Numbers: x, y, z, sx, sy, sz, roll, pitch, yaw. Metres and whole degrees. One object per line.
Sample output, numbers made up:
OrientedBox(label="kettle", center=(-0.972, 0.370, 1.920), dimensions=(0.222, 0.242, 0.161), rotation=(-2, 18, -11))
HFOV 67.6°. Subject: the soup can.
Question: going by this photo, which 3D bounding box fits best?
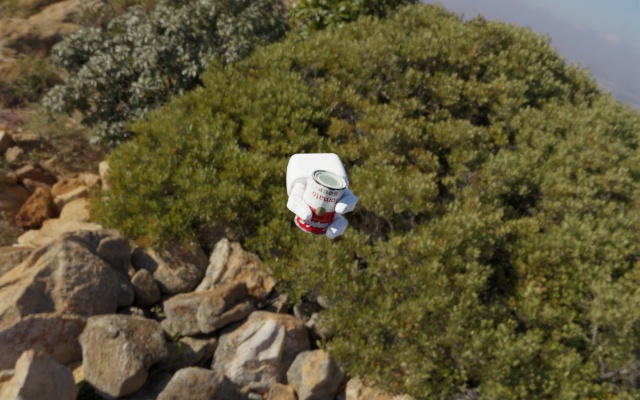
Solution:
OrientedBox(label="soup can", center=(0.000, 0.003, 0.875), dimensions=(0.068, 0.102, 0.068), rotation=(16, 28, -9))
